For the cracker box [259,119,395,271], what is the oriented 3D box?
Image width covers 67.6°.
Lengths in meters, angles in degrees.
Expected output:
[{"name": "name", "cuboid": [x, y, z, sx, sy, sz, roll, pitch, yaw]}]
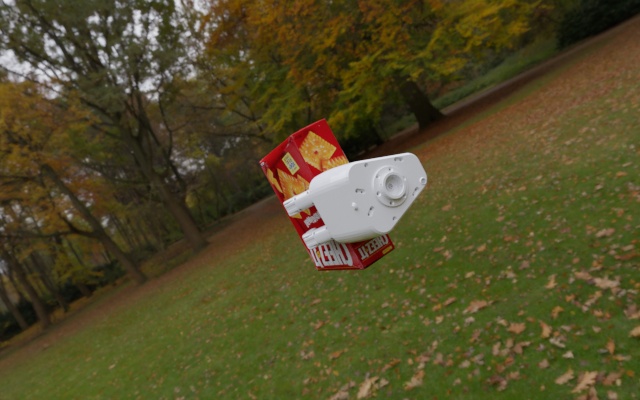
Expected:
[{"name": "cracker box", "cuboid": [0.000, 0.002, 0.737, 0.072, 0.214, 0.164, -30, 4, -25]}]
